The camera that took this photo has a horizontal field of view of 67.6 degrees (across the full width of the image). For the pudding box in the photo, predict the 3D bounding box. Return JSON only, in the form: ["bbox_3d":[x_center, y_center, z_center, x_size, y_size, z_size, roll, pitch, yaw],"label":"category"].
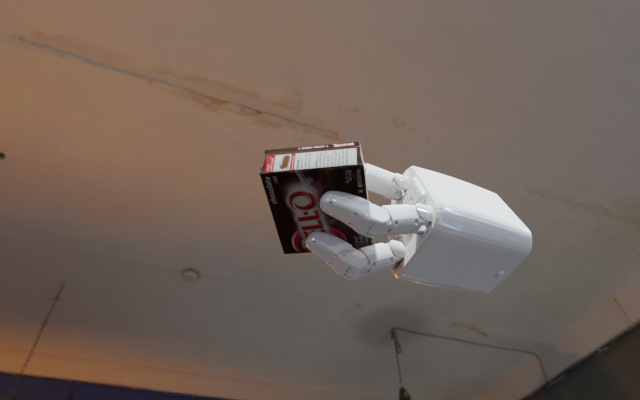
[{"bbox_3d":[0.000,0.001,0.447,0.090,0.114,0.039,-5,42,7],"label":"pudding box"}]
